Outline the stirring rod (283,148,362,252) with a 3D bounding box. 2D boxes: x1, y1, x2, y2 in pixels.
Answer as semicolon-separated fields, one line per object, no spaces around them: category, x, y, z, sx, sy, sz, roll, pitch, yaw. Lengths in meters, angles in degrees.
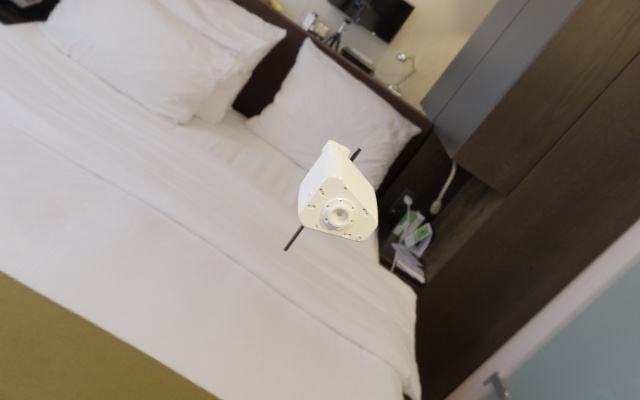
stirring rod;0.000;0.003;0.855;0.011;0.239;0.011;31;22;-14
